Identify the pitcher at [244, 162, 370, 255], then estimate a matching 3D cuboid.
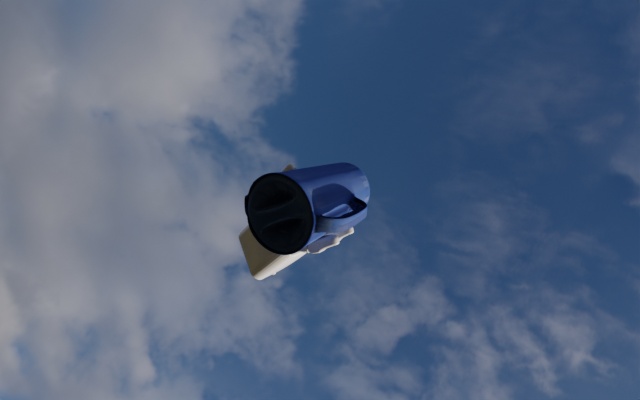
[{"bbox_3d":[0.000,0.003,0.841,0.145,0.149,0.243,-41,-11,32],"label":"pitcher"}]
